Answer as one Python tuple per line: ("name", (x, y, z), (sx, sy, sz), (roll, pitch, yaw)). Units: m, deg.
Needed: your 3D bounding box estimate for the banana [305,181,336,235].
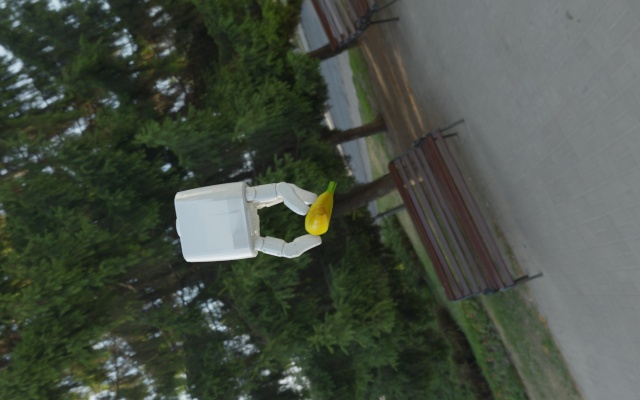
("banana", (-0.002, 0.020, 0.746), (0.037, 0.070, 0.197), (10, 14, 2))
